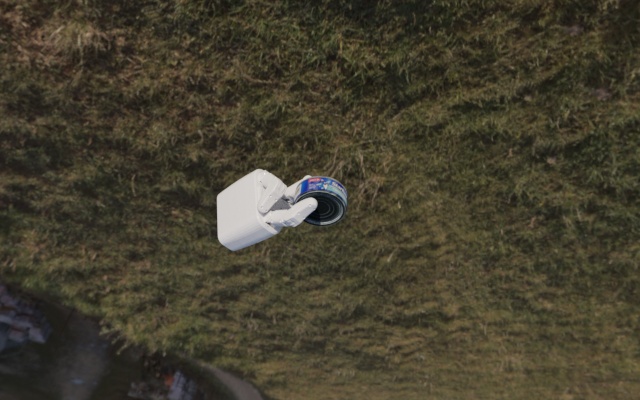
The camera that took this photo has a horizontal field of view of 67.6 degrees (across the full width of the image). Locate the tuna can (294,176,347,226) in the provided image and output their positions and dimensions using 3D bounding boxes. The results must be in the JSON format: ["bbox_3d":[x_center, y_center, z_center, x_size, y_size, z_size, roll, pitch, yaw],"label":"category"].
[{"bbox_3d":[0.000,0.003,0.768,0.086,0.033,0.086,3,-44,3],"label":"tuna can"}]
